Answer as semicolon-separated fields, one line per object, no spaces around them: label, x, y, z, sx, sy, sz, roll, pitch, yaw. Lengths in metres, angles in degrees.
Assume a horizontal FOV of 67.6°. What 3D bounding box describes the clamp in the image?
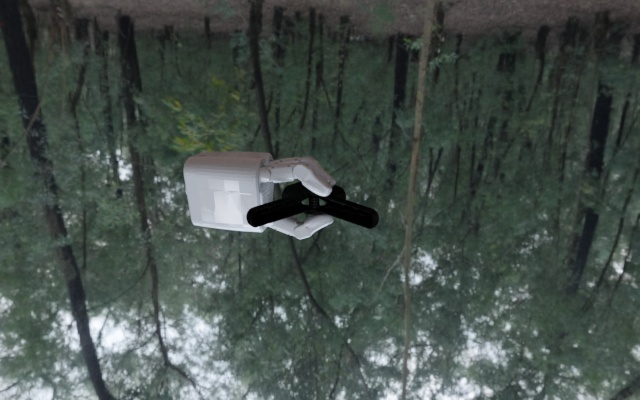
clamp;0.000;0.003;0.678;0.164;0.036;0.210;3;14;6
